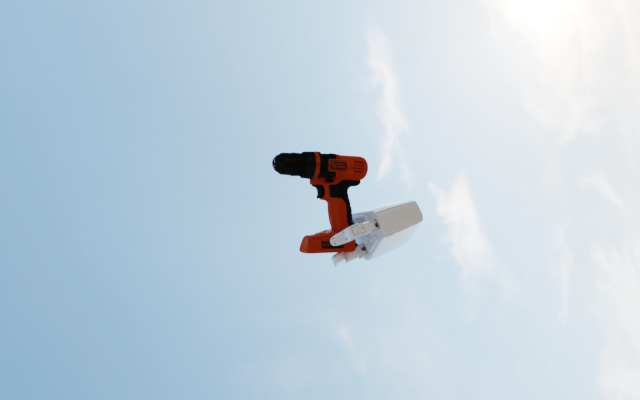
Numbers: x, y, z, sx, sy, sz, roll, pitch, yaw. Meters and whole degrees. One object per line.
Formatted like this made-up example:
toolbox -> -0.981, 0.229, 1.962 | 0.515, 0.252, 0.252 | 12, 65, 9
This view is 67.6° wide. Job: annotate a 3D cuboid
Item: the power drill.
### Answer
power drill -> 0.000, 0.003, 0.882 | 0.184, 0.187, 0.057 | 1, -1, -18
